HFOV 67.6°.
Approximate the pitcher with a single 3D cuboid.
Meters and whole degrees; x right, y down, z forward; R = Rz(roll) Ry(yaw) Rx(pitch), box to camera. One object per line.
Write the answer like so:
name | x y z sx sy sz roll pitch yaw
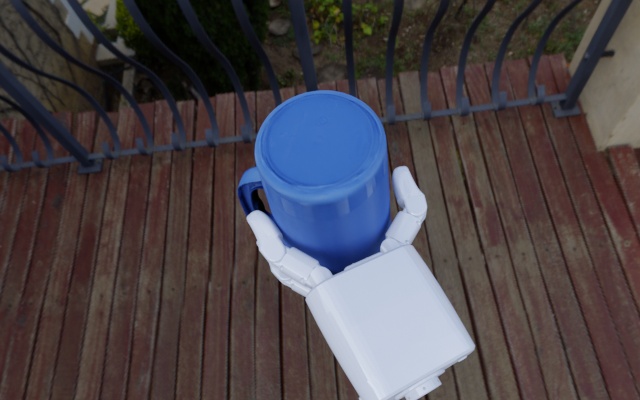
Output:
pitcher | 0.000 0.002 0.487 0.149 0.145 0.243 -28 -25 -7
